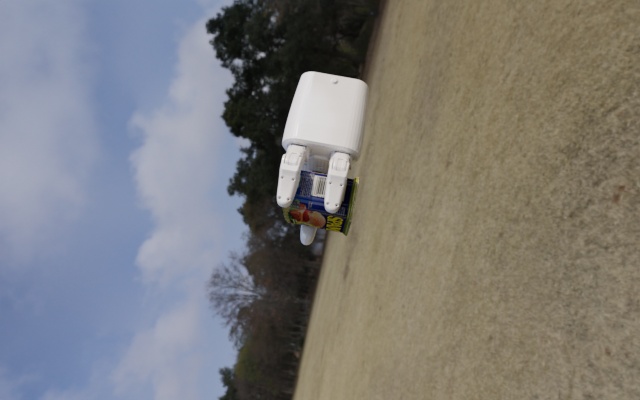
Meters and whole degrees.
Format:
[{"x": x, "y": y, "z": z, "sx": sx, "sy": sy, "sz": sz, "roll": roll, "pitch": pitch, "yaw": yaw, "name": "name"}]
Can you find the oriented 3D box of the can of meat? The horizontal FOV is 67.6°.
[{"x": 0.000, "y": 0.002, "z": 0.600, "sx": 0.084, "sy": 0.057, "sz": 0.102, "roll": 11, "pitch": -17, "yaw": 2, "name": "can of meat"}]
